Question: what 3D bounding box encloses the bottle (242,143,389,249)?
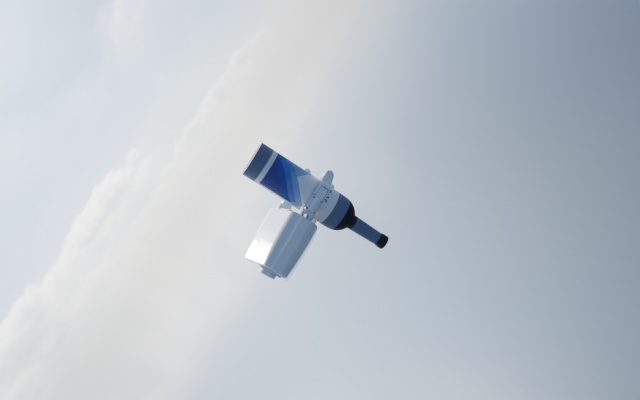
[{"bbox_3d":[0.000,0.003,0.873,0.296,0.069,0.069,33,-8,-12],"label":"bottle"}]
